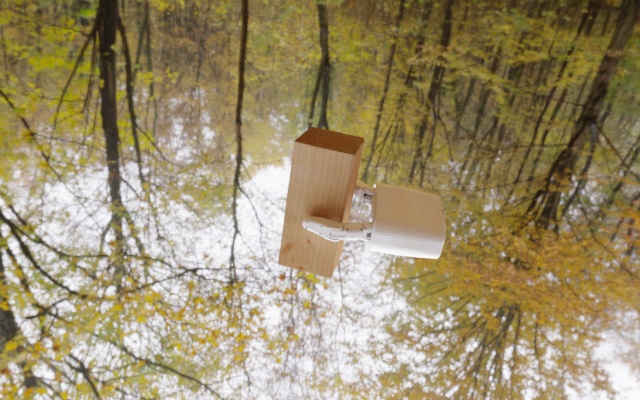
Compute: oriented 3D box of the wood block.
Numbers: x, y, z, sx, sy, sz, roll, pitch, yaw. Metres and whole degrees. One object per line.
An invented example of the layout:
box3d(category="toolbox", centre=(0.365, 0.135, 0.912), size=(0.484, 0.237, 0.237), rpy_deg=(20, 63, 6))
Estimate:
box3d(category="wood block", centre=(0.000, 0.003, 0.740), size=(0.090, 0.206, 0.090), rpy_deg=(14, 25, 10))
